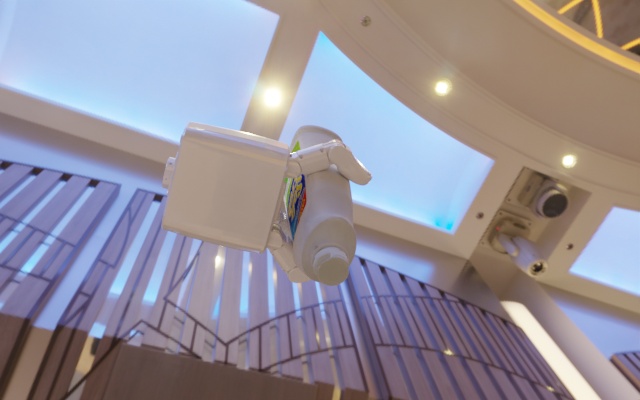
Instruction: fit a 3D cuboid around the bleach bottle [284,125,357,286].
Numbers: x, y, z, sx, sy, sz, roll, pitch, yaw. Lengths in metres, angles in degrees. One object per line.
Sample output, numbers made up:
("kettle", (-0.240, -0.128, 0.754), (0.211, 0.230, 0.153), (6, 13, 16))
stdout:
("bleach bottle", (0.000, 0.002, 0.517), (0.068, 0.103, 0.250), (15, 22, -13))
